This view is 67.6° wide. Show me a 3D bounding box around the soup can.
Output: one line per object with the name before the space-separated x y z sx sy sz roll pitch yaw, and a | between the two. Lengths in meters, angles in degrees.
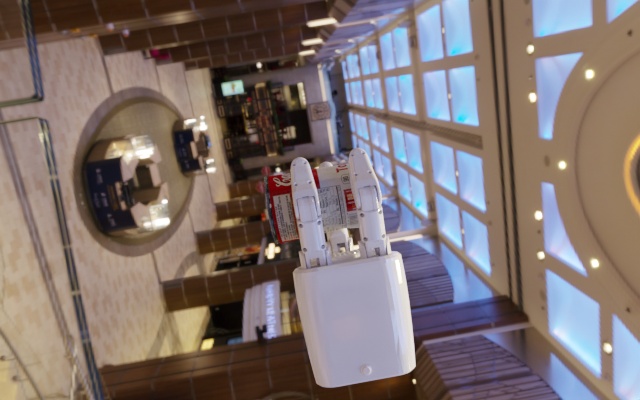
soup can | 0.000 0.001 0.474 0.102 0.068 0.068 -10 0 -2
